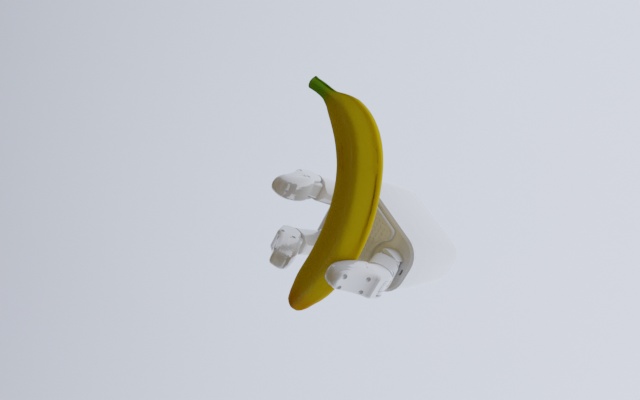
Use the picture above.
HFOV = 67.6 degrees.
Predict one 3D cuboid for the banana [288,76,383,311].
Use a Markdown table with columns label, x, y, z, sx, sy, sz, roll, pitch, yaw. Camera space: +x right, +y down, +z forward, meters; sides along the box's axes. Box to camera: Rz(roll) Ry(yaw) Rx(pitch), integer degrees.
| label | x | y | z | sx | sy | sz | roll | pitch | yaw |
| --- | --- | --- | --- | --- | --- | --- | --- | --- | --- |
| banana | 0.015 | 0.001 | 0.392 | 0.069 | 0.198 | 0.037 | 10 | 5 | 35 |
